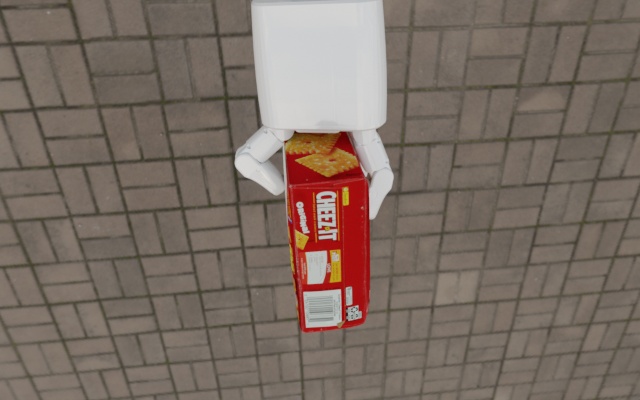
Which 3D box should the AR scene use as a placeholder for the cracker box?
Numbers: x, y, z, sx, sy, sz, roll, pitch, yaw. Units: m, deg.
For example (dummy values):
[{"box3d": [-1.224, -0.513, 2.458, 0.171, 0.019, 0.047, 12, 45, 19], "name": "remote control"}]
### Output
[{"box3d": [0.000, 0.002, 0.502, 0.072, 0.164, 0.213, -5, 30, -3], "name": "cracker box"}]
